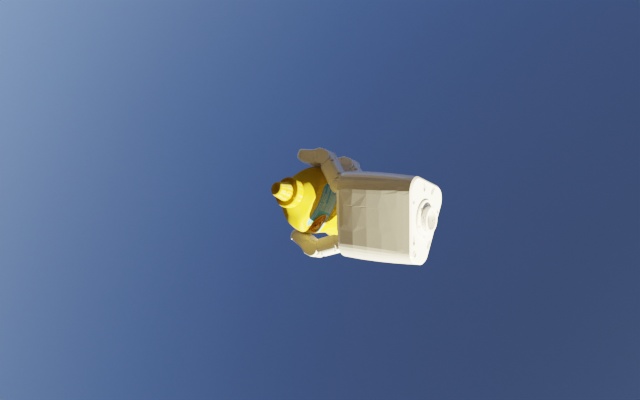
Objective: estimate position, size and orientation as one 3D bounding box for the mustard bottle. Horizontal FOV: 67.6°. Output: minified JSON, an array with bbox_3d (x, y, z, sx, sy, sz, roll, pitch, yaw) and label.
[{"bbox_3d":[0.000,0.002,0.688,0.058,0.096,0.192,33,10,37],"label":"mustard bottle"}]
